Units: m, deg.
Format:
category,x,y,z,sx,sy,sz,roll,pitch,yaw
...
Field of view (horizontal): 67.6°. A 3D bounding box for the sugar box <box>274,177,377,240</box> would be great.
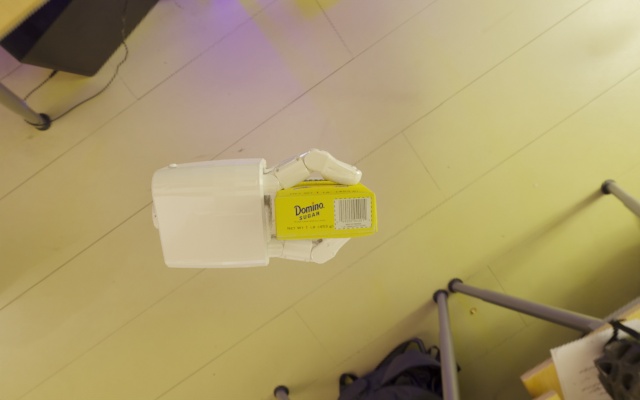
category,x,y,z,sx,sy,sz,roll,pitch,yaw
sugar box,0.000,0.001,0.511,0.093,0.048,0.176,-2,10,-4
